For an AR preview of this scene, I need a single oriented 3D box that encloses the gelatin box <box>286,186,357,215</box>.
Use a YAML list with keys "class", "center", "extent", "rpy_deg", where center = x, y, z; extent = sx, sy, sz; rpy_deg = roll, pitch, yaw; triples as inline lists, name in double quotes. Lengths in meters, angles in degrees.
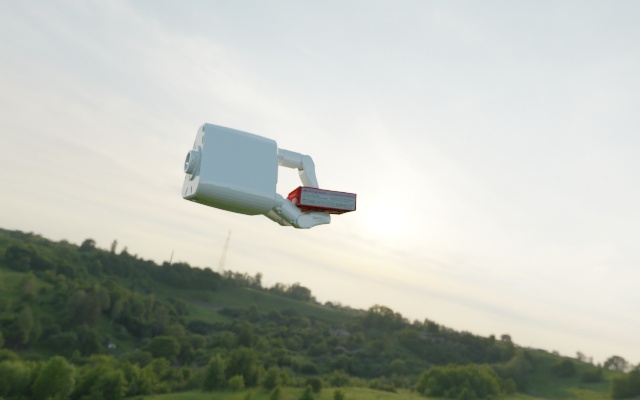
- class: "gelatin box"
  center: [0.000, 0.002, 0.701]
  extent: [0.089, 0.030, 0.073]
  rpy_deg: [6, -8, -16]
